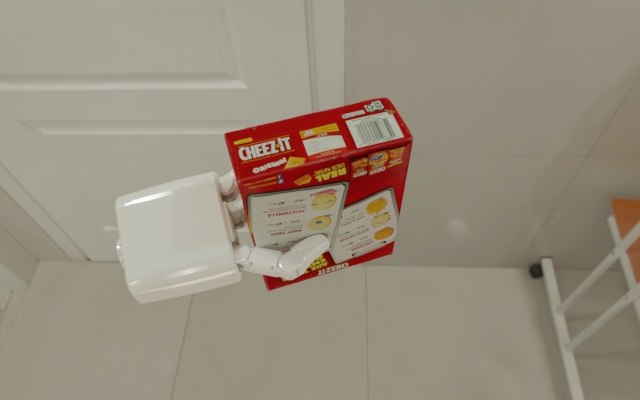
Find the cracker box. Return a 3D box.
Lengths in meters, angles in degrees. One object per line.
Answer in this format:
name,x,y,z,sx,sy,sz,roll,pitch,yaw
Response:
cracker box,0.000,0.002,0.515,0.164,0.072,0.214,-15,-34,-8
